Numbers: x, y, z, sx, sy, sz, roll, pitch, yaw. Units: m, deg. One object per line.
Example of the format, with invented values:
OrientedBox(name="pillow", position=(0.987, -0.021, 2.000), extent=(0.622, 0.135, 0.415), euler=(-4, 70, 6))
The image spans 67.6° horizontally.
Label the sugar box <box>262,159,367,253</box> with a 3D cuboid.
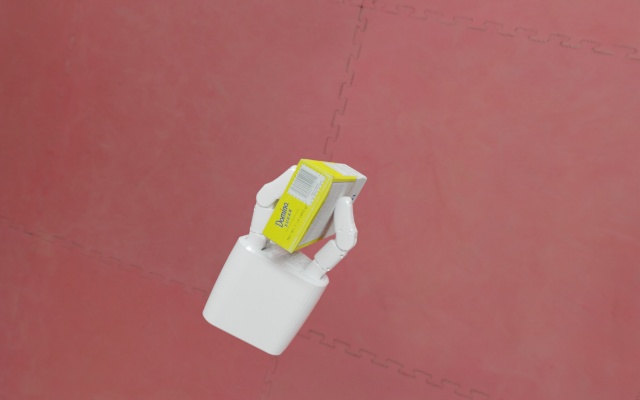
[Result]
OrientedBox(name="sugar box", position=(0.000, 0.002, 0.567), extent=(0.048, 0.093, 0.176), euler=(32, 10, 11))
